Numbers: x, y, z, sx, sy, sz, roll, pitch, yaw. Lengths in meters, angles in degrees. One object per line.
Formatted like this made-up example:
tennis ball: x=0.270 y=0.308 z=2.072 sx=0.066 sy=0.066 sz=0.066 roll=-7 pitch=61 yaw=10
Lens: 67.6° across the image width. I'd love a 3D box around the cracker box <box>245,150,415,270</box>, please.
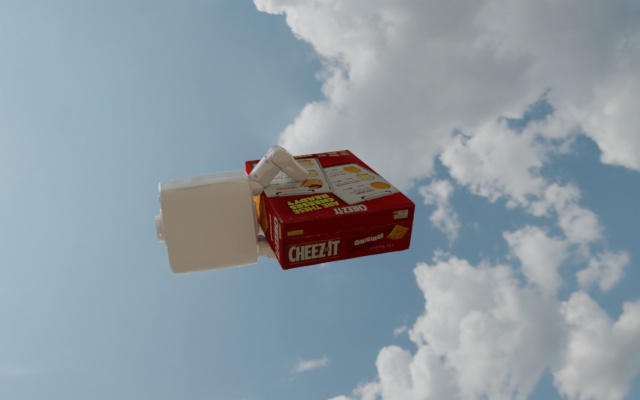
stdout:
cracker box: x=0.000 y=0.002 z=0.634 sx=0.164 sy=0.072 sz=0.213 roll=-8 pitch=26 yaw=-17
